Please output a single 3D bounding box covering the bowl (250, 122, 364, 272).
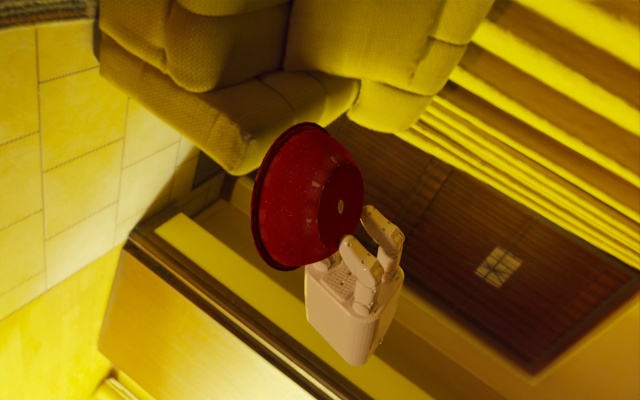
[{"bbox_3d":[0.000,0.001,0.495,0.055,0.162,0.162,12,7,32],"label":"bowl"}]
